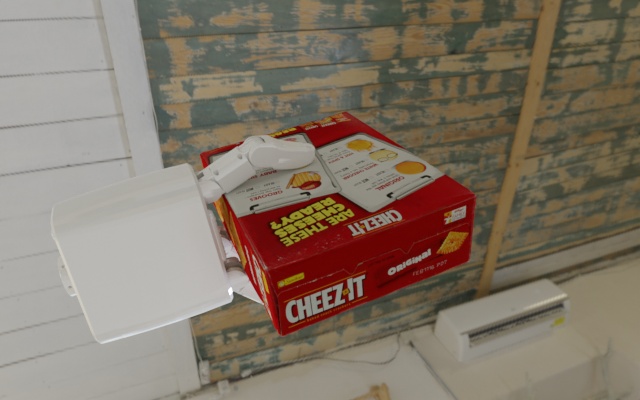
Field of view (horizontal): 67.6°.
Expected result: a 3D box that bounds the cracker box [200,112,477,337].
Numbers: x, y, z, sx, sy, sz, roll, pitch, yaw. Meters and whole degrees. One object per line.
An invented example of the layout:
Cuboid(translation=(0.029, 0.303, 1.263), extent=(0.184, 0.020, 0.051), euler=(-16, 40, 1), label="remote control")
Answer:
Cuboid(translation=(0.000, 0.001, 0.419), extent=(0.164, 0.072, 0.213), euler=(-18, 33, -17), label="cracker box")
